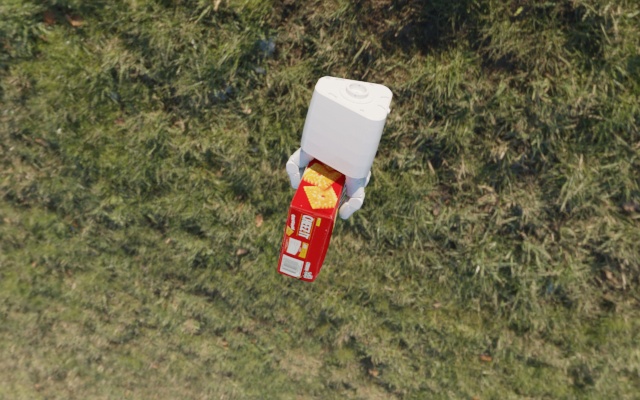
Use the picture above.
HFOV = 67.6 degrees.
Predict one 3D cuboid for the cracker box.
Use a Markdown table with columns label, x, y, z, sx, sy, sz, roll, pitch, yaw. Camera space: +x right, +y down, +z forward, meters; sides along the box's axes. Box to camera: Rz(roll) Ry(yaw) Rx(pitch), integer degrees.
| label | x | y | z | sx | sy | sz | roll | pitch | yaw |
| --- | --- | --- | --- | --- | --- | --- | --- | --- | --- |
| cracker box | 0.000 | 0.003 | 0.792 | 0.072 | 0.164 | 0.213 | 18 | 44 | 4 |
